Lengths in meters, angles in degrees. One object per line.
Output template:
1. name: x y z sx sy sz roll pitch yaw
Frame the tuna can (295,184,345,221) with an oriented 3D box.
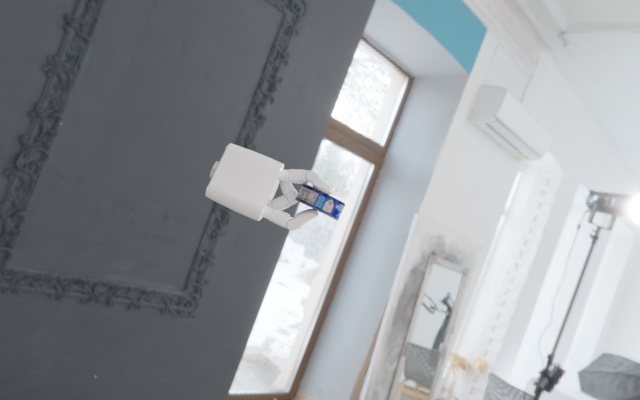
1. tuna can: 0.000 0.002 0.845 0.086 0.034 0.086 26 -1 1
